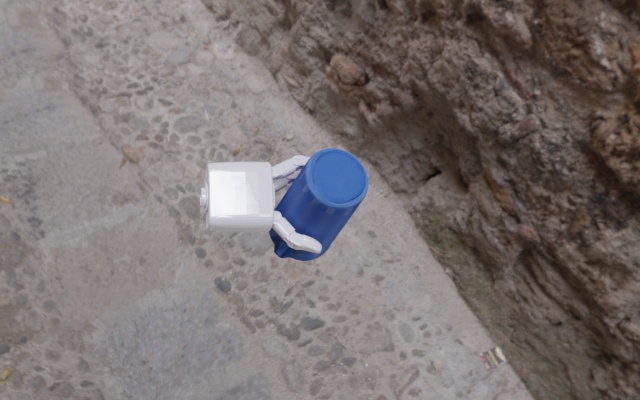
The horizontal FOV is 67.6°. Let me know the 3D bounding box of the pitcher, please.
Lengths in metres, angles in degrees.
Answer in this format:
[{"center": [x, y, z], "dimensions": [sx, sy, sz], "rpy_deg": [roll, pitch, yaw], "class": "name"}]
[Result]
[{"center": [0.000, 0.003, 0.856], "dimensions": [0.145, 0.149, 0.243], "rpy_deg": [1, -25, -18], "class": "pitcher"}]
